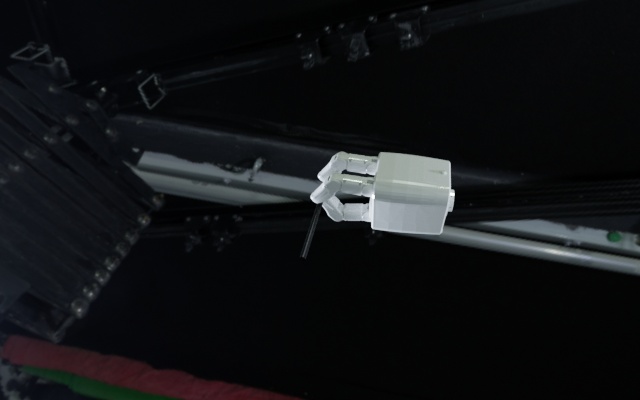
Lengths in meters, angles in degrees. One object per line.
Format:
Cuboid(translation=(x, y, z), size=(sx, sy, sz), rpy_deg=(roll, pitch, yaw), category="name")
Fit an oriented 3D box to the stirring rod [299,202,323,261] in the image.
Cuboid(translation=(0.000, 0.002, 0.713), size=(0.011, 0.011, 0.239), rpy_deg=(0, 38, 14), category="stirring rod")
